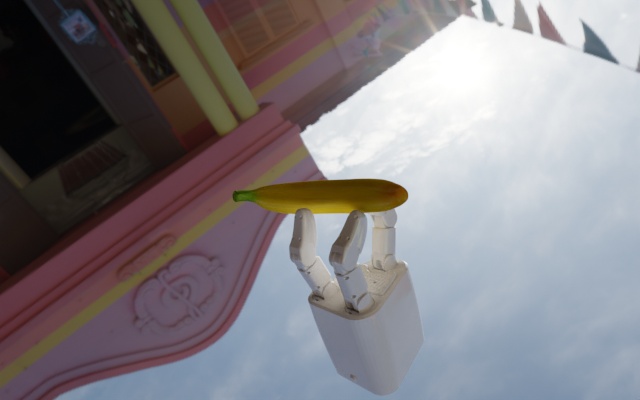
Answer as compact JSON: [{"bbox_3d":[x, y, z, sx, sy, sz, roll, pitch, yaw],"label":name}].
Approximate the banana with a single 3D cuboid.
[{"bbox_3d":[0.006,-0.002,0.505,0.198,0.037,0.069,-2,10,28],"label":"banana"}]
